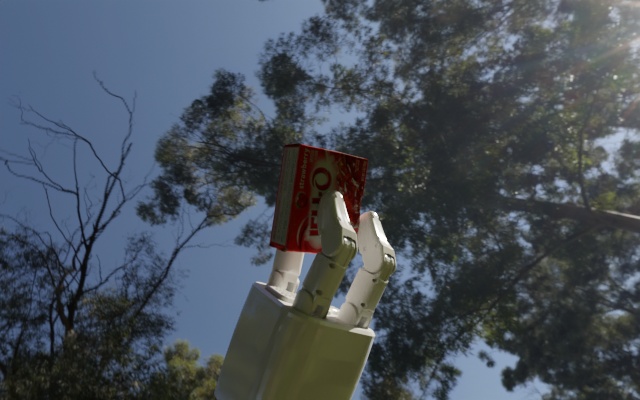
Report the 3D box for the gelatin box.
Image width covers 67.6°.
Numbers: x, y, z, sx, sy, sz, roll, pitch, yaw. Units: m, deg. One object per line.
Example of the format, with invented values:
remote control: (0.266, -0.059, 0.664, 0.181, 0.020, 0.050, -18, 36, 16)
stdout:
gelatin box: (0.000, 0.001, 0.410, 0.073, 0.089, 0.030, 9, -1, -35)
